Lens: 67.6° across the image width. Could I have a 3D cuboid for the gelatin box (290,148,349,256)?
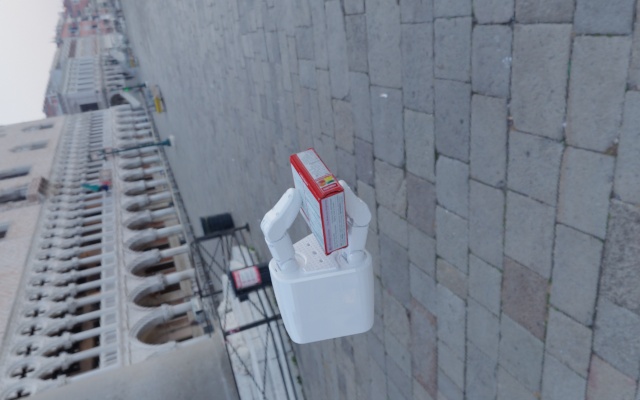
[{"bbox_3d":[0.000,0.002,0.496,0.030,0.089,0.073,-22,47,-13],"label":"gelatin box"}]
